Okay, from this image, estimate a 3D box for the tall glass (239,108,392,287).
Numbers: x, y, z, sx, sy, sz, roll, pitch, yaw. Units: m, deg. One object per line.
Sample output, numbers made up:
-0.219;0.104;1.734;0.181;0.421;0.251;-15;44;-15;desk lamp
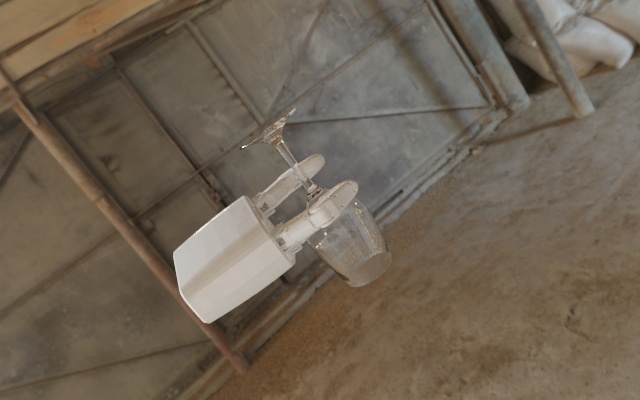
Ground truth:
0.000;0.001;0.529;0.079;0.201;0.079;-34;14;9;tall glass
